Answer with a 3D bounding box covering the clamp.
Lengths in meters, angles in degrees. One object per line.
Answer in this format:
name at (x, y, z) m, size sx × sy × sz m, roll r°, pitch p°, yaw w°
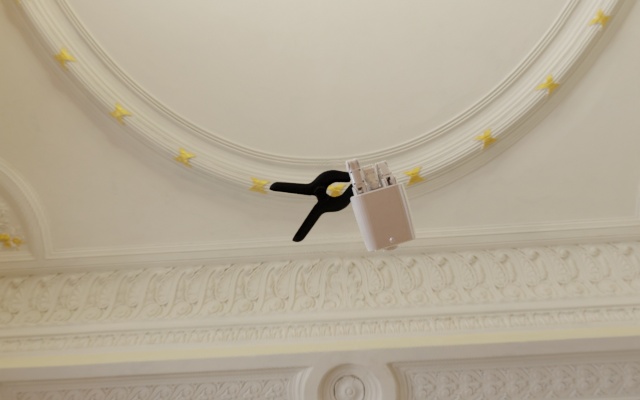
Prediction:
clamp at (0.000, 0.003, 0.888) m, size 0.171 × 0.120 × 0.039 m, roll -16°, pitch -4°, yaw 2°
